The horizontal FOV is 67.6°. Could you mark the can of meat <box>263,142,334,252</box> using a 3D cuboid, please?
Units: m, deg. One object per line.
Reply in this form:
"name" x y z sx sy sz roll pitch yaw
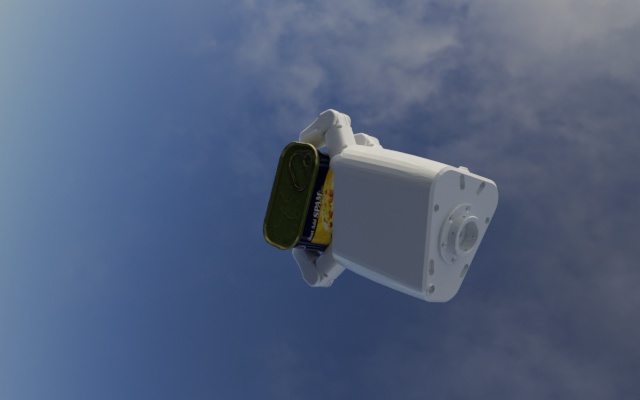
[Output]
"can of meat" 0.000 0.002 0.476 0.084 0.102 0.057 12 2 -40
